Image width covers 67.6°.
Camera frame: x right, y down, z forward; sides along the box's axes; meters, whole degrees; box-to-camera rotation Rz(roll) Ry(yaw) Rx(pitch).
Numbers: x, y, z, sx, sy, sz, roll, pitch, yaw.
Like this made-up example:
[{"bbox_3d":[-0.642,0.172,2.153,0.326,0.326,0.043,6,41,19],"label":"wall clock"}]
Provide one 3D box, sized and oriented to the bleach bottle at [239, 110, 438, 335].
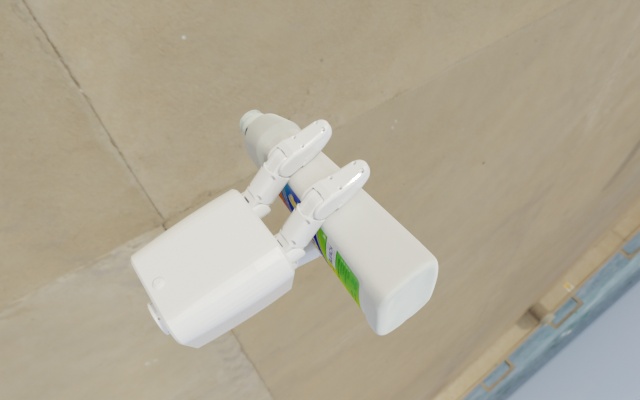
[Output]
[{"bbox_3d":[0.000,0.001,0.452,0.068,0.250,0.103,-34,-30,-15],"label":"bleach bottle"}]
